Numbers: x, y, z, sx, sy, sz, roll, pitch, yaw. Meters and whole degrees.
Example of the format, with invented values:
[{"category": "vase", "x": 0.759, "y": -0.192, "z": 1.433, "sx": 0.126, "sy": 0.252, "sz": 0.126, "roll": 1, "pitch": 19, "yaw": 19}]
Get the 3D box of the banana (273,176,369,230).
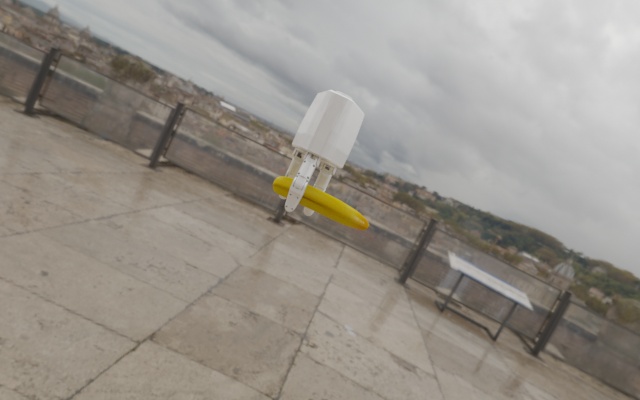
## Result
[{"category": "banana", "x": -0.010, "y": -0.002, "z": 0.809, "sx": 0.197, "sy": 0.037, "sz": 0.069, "roll": 24, "pitch": 0, "yaw": 24}]
